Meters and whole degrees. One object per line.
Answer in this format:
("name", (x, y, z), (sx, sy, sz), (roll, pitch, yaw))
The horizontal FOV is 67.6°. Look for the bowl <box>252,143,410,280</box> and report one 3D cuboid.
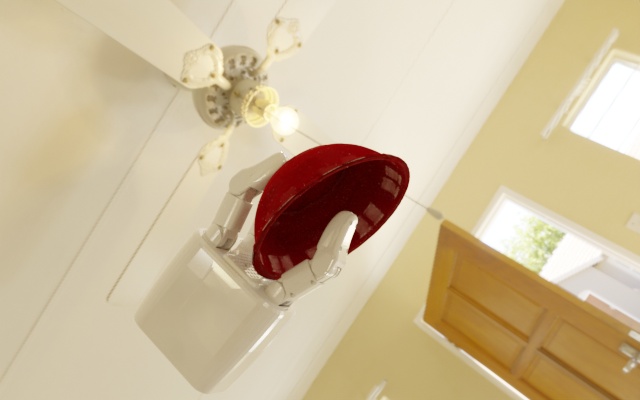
("bowl", (0.001, 0.000, 0.432), (0.162, 0.055, 0.162), (-26, -29, -16))
